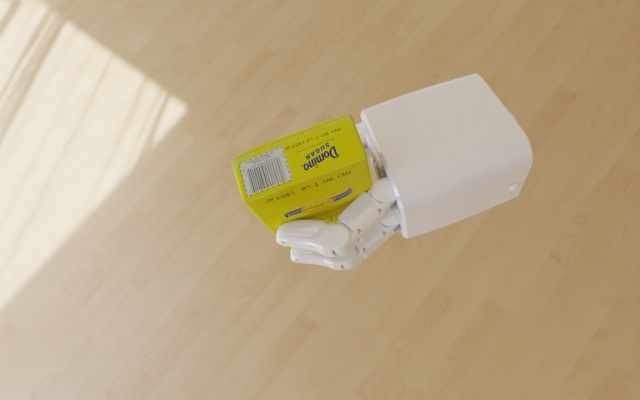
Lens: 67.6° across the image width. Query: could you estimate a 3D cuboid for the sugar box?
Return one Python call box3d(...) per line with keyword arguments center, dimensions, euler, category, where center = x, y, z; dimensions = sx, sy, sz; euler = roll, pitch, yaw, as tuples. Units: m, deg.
box3d(center=(0.000, 0.002, 0.409), dimensions=(0.093, 0.048, 0.176), euler=(-19, -25, 4), category="sugar box")
